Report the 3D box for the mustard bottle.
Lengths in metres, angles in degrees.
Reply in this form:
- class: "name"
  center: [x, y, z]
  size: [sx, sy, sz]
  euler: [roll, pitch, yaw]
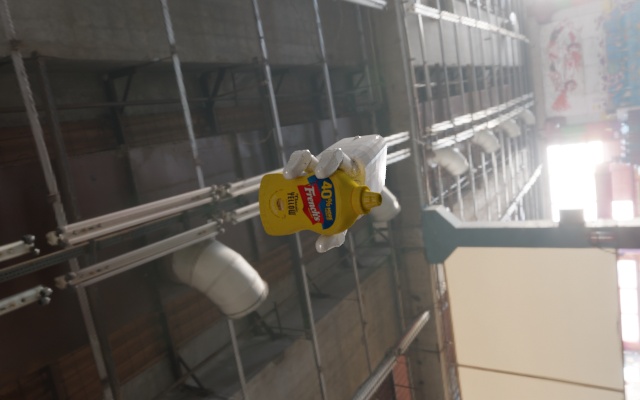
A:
- class: "mustard bottle"
  center: [0.000, 0.002, 0.697]
  size: [0.191, 0.096, 0.058]
  euler: [-3, 0, 32]
